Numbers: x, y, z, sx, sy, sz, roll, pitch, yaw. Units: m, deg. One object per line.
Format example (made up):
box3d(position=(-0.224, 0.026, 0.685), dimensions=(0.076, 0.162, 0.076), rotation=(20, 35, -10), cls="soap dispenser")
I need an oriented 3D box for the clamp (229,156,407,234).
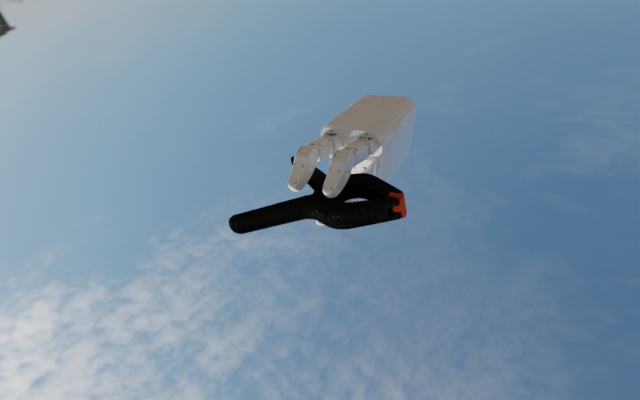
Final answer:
box3d(position=(0.001, 0.003, 0.587), dimensions=(0.210, 0.036, 0.164), rotation=(11, 42, 36), cls="clamp")
